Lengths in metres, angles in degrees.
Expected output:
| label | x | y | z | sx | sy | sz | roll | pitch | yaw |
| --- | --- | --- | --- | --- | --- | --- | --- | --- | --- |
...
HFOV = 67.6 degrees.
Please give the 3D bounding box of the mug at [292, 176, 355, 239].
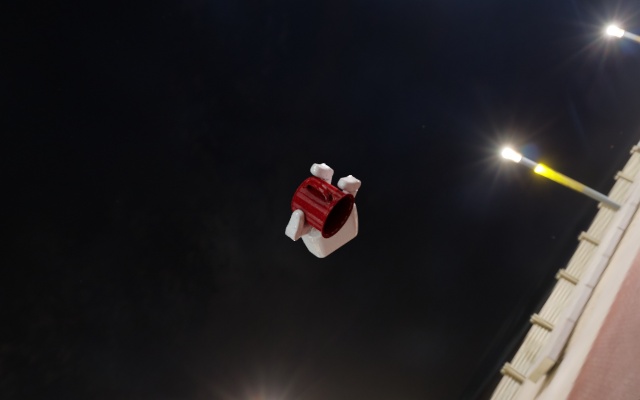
| label | x | y | z | sx | sy | sz | roll | pitch | yaw |
| --- | --- | --- | --- | --- | --- | --- | --- | --- | --- |
| mug | 0.000 | 0.002 | 0.856 | 0.081 | 0.093 | 0.117 | 33 | -20 | 25 |
